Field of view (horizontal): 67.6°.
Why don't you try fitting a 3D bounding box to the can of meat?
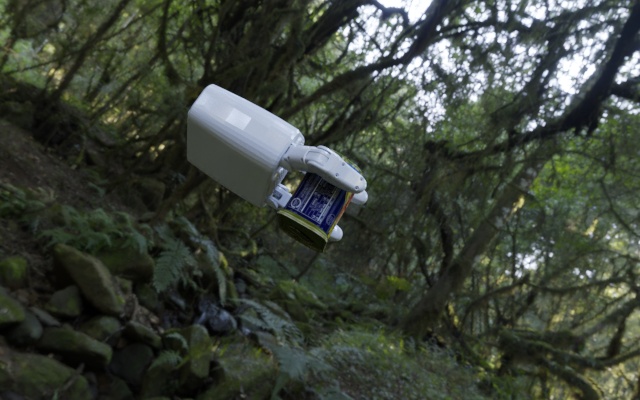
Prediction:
[{"bbox_3d":[0.000,0.001,0.513,0.057,0.084,0.102,30,-14,5],"label":"can of meat"}]
